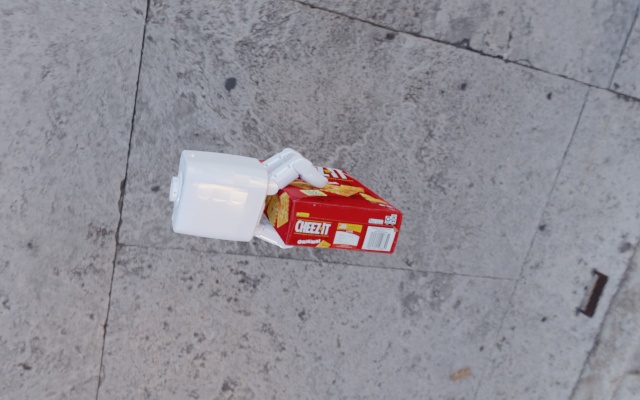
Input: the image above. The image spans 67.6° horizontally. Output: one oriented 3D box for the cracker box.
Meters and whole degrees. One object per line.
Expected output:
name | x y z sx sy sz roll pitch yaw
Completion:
cracker box | 0.000 0.003 0.719 0.164 0.072 0.213 7 17 -22
